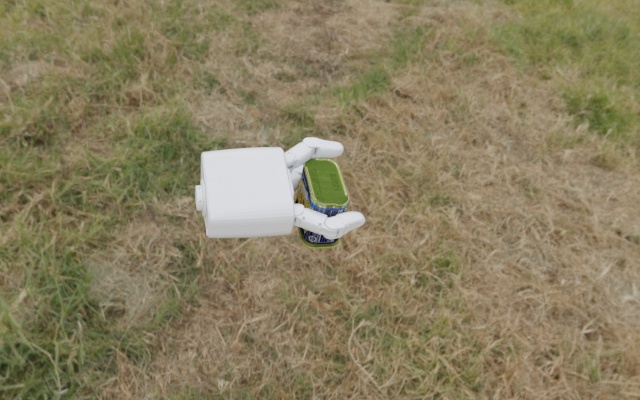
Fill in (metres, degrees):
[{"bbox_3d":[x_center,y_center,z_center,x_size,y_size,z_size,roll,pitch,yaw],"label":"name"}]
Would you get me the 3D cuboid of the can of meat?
[{"bbox_3d":[0.000,0.002,0.666,0.057,0.084,0.102,-1,45,-15],"label":"can of meat"}]
